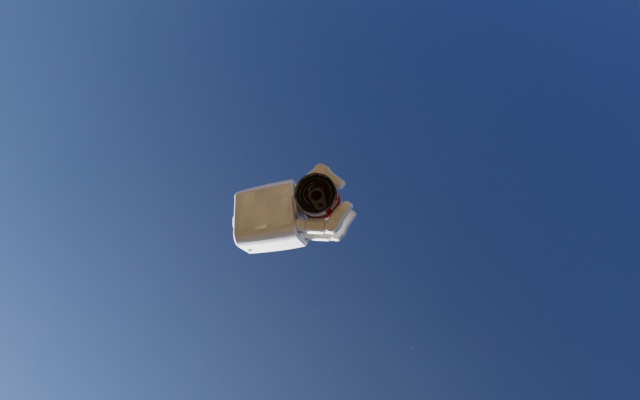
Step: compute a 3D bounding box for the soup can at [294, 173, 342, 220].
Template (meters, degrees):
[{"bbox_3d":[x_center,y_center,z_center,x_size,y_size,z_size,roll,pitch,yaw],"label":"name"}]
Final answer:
[{"bbox_3d":[0.001,0.003,0.801,0.068,0.068,0.102,0,-17,11],"label":"soup can"}]
